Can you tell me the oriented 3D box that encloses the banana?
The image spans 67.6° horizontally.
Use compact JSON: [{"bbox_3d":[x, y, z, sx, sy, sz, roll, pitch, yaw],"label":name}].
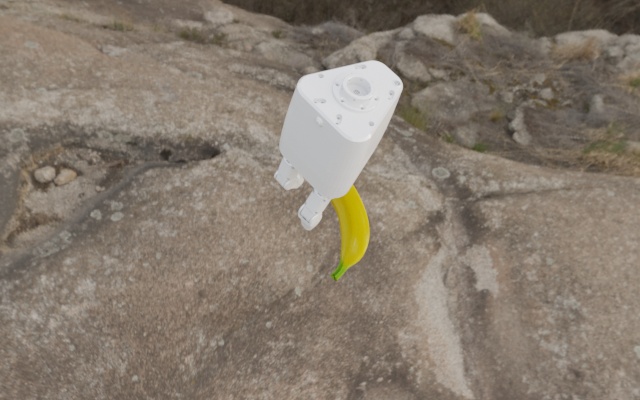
[{"bbox_3d":[0.019,0.001,0.625,0.069,0.197,0.037,-13,-23,-16],"label":"banana"}]
